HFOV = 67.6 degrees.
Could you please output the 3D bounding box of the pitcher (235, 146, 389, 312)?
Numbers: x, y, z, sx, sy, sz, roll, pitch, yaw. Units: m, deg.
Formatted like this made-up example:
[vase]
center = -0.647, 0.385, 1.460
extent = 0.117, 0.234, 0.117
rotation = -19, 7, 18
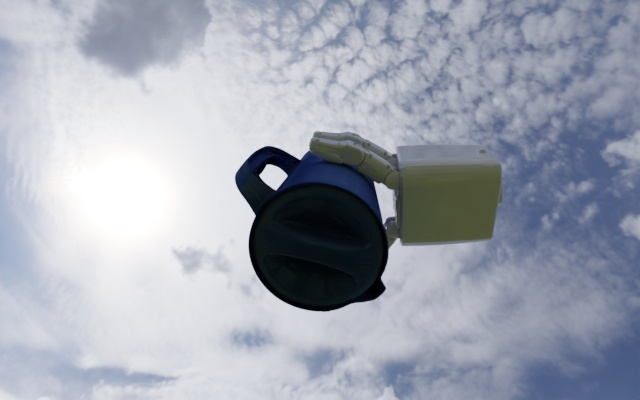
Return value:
[pitcher]
center = 0.000, 0.002, 0.552
extent = 0.145, 0.149, 0.242
rotation = -3, 19, 6
